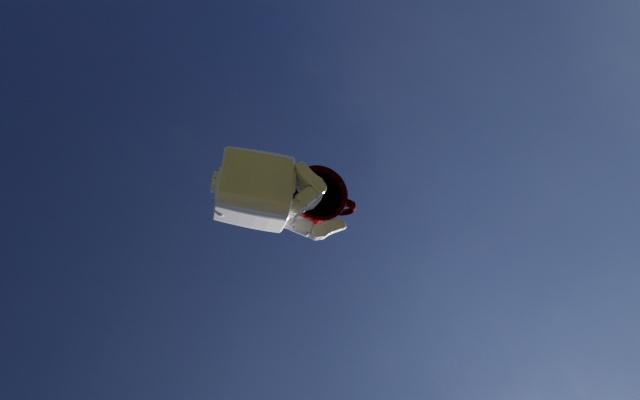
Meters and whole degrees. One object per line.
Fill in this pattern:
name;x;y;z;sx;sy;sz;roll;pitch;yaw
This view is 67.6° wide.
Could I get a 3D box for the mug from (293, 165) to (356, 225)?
mug;0.001;0.003;0.788;0.117;0.093;0.081;11;-22;-12
